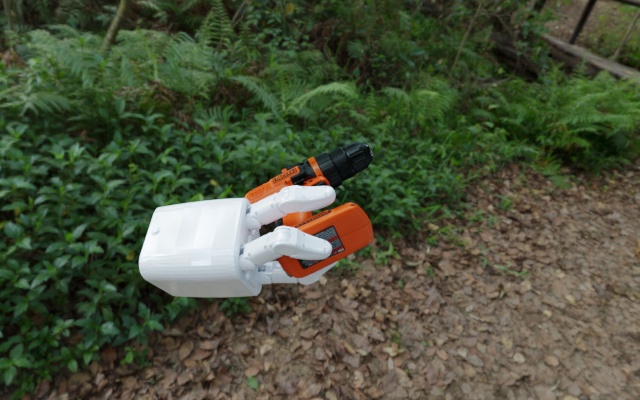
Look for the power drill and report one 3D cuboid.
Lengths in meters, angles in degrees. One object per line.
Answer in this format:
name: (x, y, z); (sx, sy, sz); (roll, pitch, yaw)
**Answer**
power drill: (0.000, 0.002, 0.578); (0.184, 0.057, 0.187); (-28, 26, 1)
